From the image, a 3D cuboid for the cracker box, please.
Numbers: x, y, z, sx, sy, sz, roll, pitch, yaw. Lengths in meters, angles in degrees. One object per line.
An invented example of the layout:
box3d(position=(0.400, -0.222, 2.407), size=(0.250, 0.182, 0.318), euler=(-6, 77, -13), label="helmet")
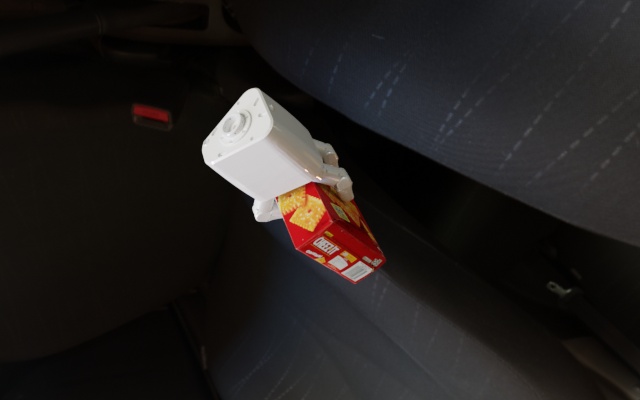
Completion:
box3d(position=(0.000, 0.003, 0.723), size=(0.072, 0.213, 0.164), euler=(-37, -40, 14), label="cracker box")
